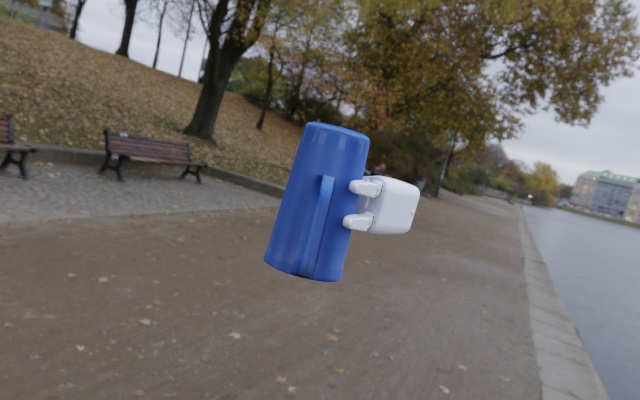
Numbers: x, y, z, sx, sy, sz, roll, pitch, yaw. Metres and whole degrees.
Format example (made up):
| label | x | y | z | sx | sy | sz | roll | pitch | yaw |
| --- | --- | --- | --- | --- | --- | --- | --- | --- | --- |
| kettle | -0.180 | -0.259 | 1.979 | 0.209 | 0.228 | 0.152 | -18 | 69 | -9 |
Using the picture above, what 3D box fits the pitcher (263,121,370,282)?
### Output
| label | x | y | z | sx | sy | sz | roll | pitch | yaw |
| --- | --- | --- | --- | --- | --- | --- | --- | --- | --- |
| pitcher | 0.000 | 0.003 | 0.766 | 0.145 | 0.243 | 0.149 | 8 | 8 | -46 |
